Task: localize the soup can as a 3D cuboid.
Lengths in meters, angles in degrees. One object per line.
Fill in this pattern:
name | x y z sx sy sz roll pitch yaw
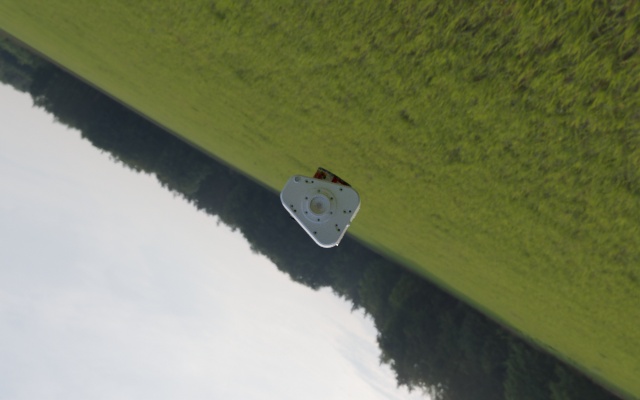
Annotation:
soup can | 0.000 0.003 0.828 0.068 0.102 0.068 31 -2 1
